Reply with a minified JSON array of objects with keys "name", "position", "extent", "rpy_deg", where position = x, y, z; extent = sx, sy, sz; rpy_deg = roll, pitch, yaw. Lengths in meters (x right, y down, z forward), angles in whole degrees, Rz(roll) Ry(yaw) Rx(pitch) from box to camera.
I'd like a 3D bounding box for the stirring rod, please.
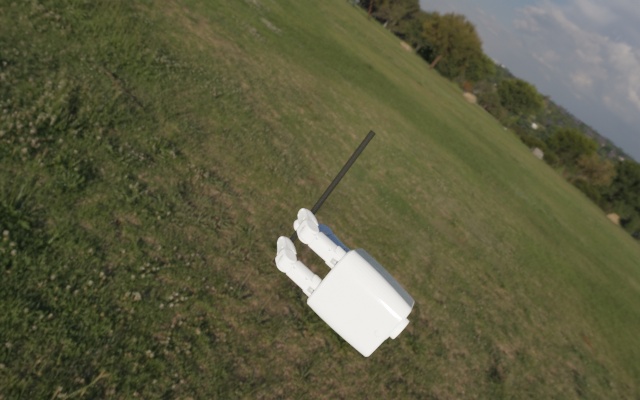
[{"name":"stirring rod","position":[0.000,0.002,0.651],"extent":[0.011,0.240,0.011],"rpy_deg":[30,24,-15]}]
